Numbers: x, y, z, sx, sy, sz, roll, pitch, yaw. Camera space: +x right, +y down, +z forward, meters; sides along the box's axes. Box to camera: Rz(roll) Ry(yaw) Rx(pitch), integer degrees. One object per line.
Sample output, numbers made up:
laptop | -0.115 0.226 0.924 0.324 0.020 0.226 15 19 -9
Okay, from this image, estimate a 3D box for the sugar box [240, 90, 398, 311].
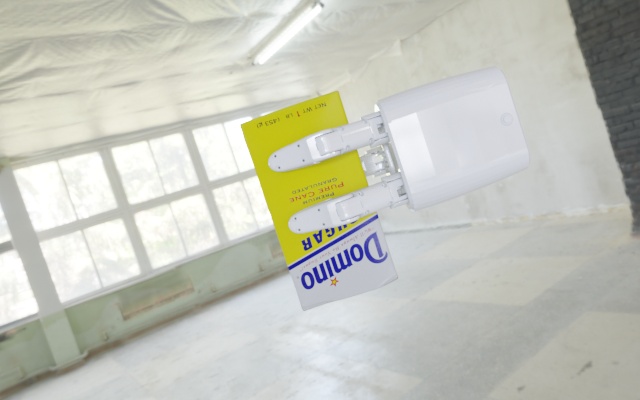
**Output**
sugar box | 0.000 0.001 0.432 0.093 0.176 0.048 -19 3 3
